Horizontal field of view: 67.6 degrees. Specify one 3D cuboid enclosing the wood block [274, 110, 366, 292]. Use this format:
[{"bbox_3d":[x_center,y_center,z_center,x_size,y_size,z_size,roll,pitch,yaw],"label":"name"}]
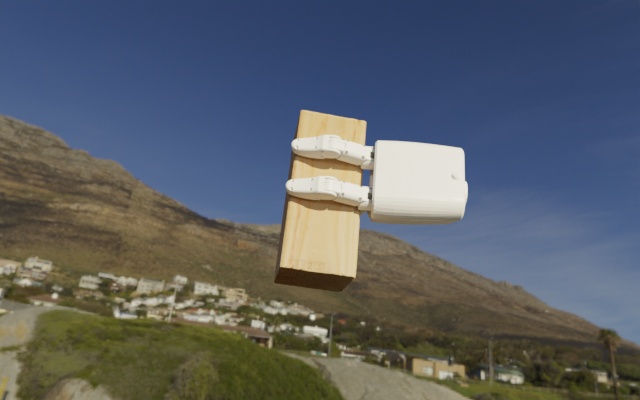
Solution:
[{"bbox_3d":[0.000,0.002,0.611,0.090,0.206,0.091,9,-23,-6],"label":"wood block"}]
